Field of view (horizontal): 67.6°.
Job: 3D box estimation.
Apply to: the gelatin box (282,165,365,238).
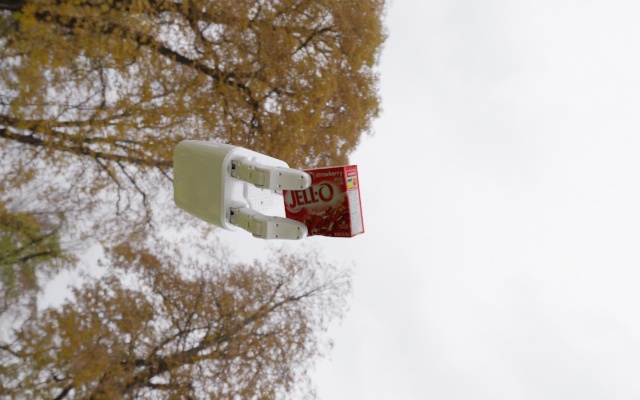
[{"bbox_3d":[0.001,0.002,0.509,0.089,0.073,0.030,-2,7,37],"label":"gelatin box"}]
